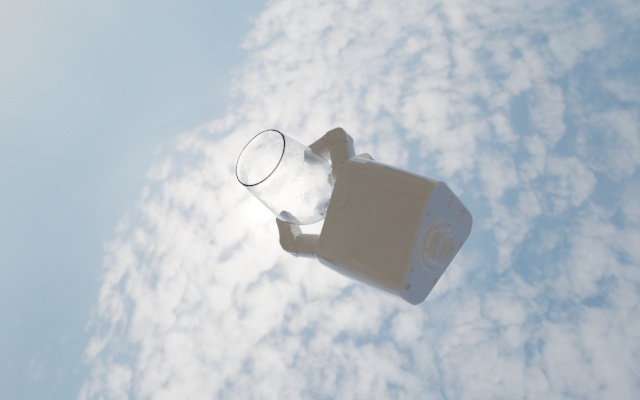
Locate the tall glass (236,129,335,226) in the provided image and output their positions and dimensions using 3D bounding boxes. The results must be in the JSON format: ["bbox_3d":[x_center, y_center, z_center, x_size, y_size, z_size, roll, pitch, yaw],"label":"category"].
[{"bbox_3d":[0.000,0.002,0.517,0.079,0.079,0.201,0,-25,40],"label":"tall glass"}]
